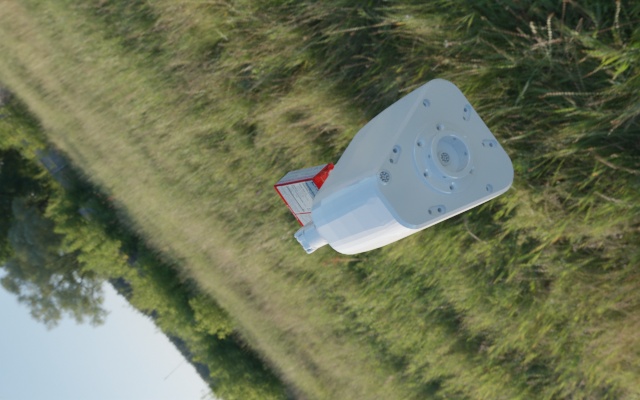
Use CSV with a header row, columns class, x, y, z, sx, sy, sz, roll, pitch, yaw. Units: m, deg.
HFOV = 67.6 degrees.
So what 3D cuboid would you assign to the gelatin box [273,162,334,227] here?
class,x,y,z,sx,sy,sz,roll,pitch,yaw
gelatin box,0.000,0.002,0.492,0.030,0.073,0.089,-44,18,-27
